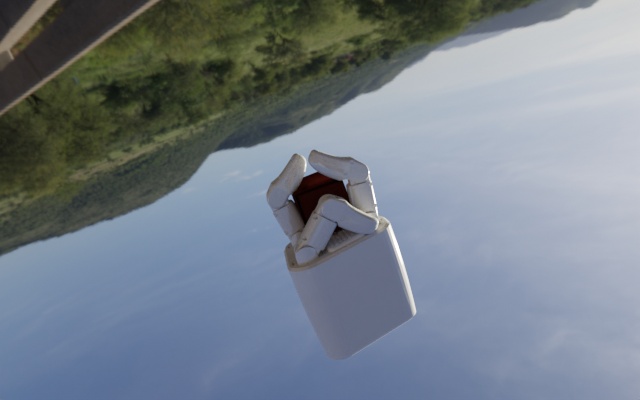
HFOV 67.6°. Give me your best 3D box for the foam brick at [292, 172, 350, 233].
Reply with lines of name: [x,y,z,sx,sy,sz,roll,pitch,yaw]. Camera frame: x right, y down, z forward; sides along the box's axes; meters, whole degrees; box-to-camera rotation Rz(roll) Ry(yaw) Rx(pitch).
foam brick: [0.000,0.001,0.511,0.053,0.051,0.078,-21,14,-3]
